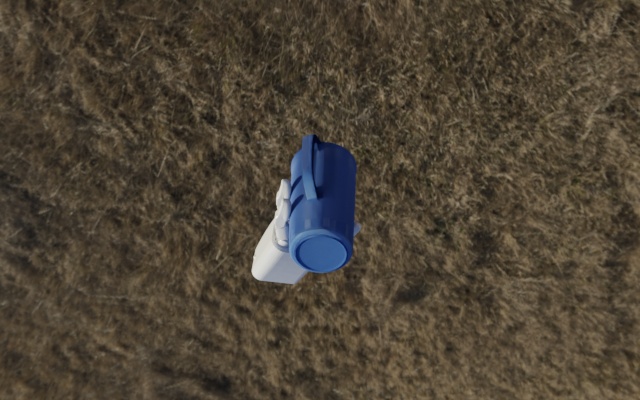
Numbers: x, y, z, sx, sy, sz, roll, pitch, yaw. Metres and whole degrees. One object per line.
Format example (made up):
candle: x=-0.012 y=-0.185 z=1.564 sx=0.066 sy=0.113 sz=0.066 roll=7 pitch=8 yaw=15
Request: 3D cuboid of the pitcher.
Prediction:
pitcher: x=0.000 y=0.003 z=0.878 sx=0.149 sy=0.242 sz=0.145 roll=25 pitch=-53 yaw=-19
